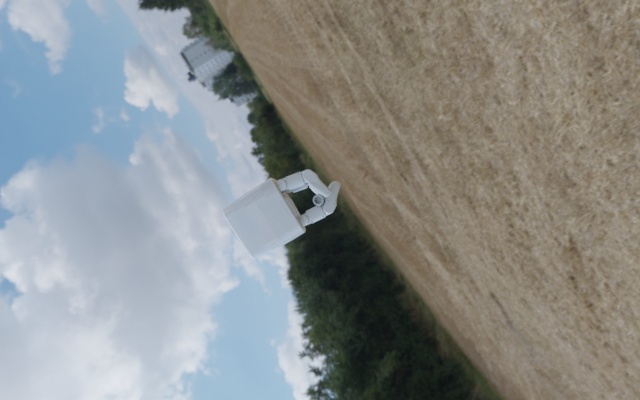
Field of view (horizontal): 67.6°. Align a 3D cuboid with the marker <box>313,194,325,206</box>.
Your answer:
[{"bbox_3d":[0.000,0.003,0.875,0.020,0.020,0.121,0,-3,4],"label":"marker"}]
